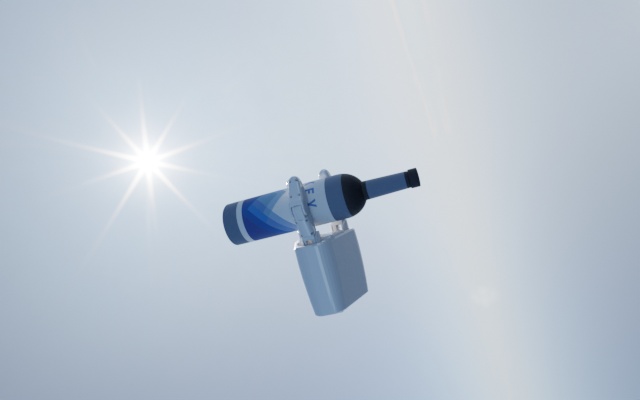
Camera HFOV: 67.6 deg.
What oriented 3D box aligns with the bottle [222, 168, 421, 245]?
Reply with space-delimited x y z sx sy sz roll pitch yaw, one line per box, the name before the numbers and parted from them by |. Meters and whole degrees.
bottle | 0.000 0.002 0.709 0.296 0.069 0.069 -15 -4 16
